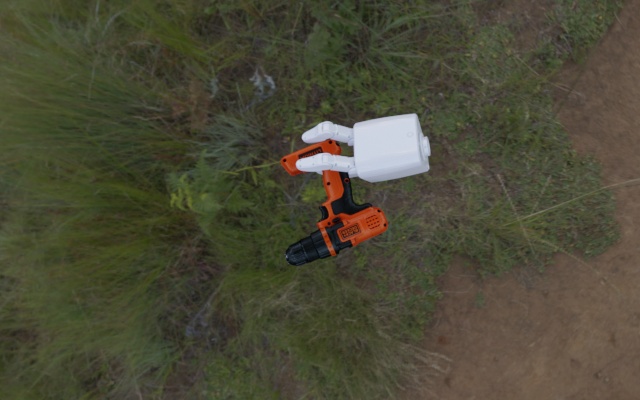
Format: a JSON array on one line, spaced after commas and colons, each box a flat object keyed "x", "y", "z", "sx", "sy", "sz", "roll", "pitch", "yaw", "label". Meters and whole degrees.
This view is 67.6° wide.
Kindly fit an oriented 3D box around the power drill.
[{"x": 0.000, "y": 0.002, "z": 0.822, "sx": 0.184, "sy": 0.187, "sz": 0.057, "roll": -23, "pitch": -4, "yaw": -2, "label": "power drill"}]
